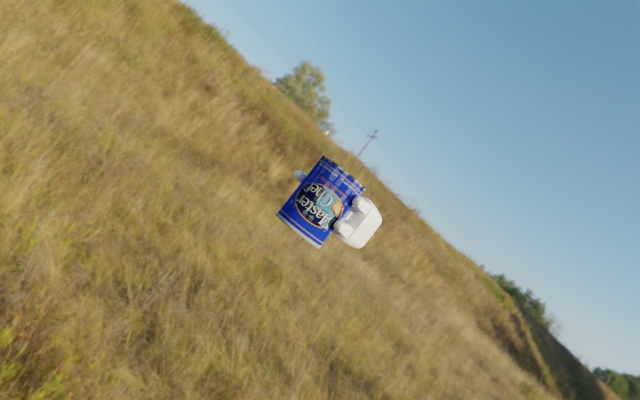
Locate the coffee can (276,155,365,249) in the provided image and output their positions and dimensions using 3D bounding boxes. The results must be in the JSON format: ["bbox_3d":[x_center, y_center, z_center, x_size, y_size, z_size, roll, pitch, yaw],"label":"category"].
[{"bbox_3d":[0.000,0.003,0.882,0.103,0.140,0.103,38,-1,1],"label":"coffee can"}]
